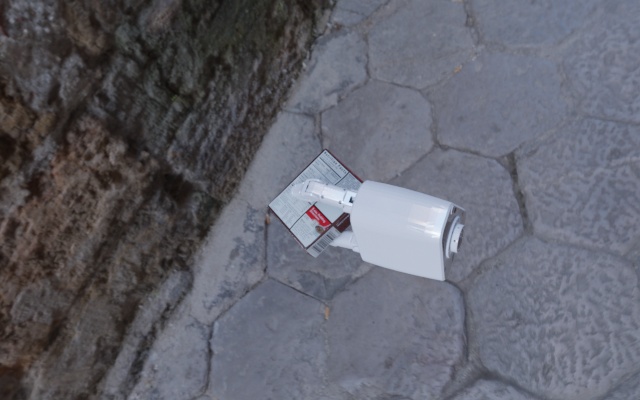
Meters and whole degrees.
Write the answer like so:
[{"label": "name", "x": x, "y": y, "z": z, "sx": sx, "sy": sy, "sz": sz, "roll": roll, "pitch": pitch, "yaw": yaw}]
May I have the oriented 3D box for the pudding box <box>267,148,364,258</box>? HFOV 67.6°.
[{"label": "pudding box", "x": 0.000, "y": 0.002, "z": 0.615, "sx": 0.090, "sy": 0.113, "sz": 0.039, "roll": 46, "pitch": -1, "yaw": 30}]
